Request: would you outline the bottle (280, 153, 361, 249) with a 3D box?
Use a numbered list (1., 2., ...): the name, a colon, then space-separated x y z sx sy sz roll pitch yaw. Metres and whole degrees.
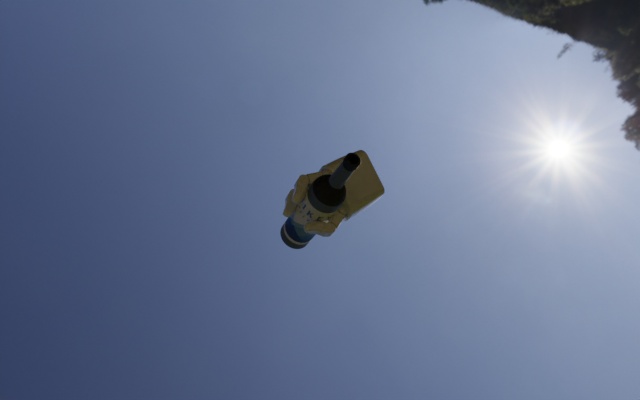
1. bottle: 0.000 0.003 0.897 0.069 0.069 0.296 0 -28 -25
